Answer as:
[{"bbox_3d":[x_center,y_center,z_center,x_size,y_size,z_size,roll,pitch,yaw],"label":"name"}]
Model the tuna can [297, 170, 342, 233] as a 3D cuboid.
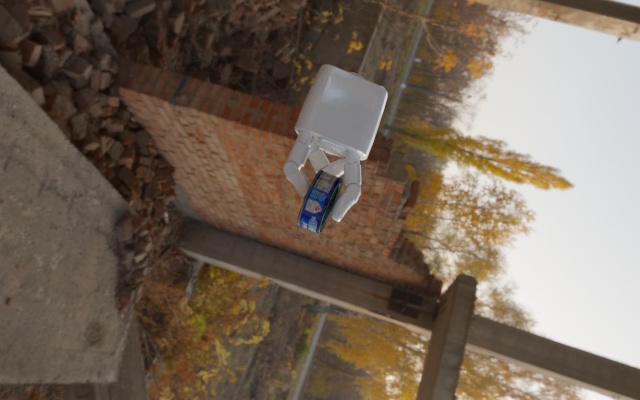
[{"bbox_3d":[0.001,0.002,0.675,0.034,0.086,0.086,23,3,8],"label":"tuna can"}]
